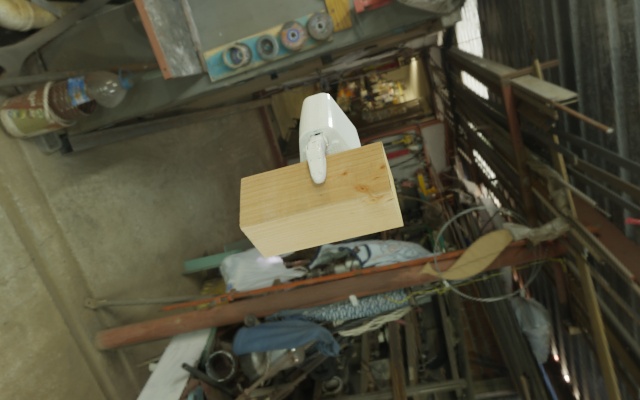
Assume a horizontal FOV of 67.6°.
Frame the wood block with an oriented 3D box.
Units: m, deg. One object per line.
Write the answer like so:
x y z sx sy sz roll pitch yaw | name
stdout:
0.000 0.002 0.669 0.206 0.090 0.091 -14 -39 11 | wood block
